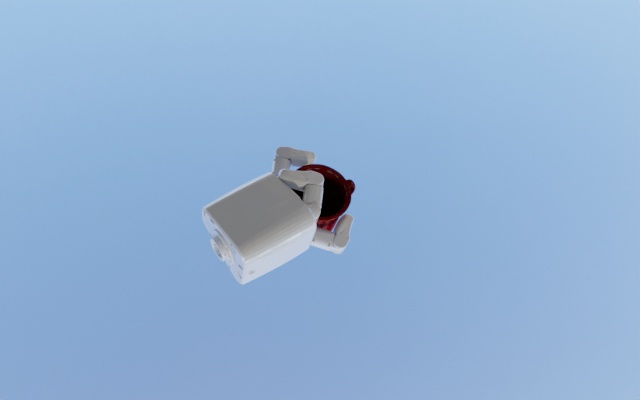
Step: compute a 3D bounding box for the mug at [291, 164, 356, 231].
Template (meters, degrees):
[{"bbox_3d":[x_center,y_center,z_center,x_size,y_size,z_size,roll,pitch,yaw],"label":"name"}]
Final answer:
[{"bbox_3d":[0.001,0.002,0.705,0.117,0.093,0.081,-27,-21,-25],"label":"mug"}]
